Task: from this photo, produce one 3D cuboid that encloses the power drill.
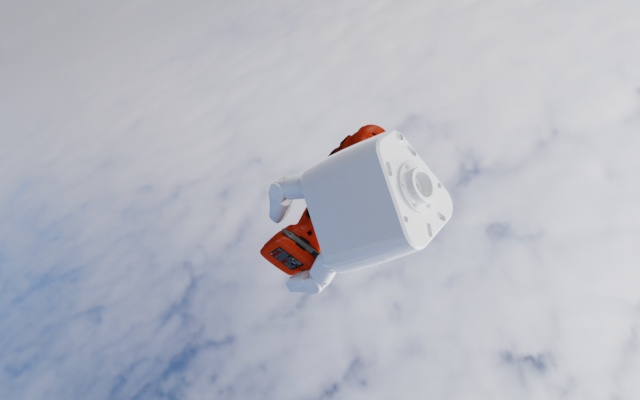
[{"bbox_3d":[0.000,0.002,0.603,0.057,0.187,0.184,35,-22,-6],"label":"power drill"}]
